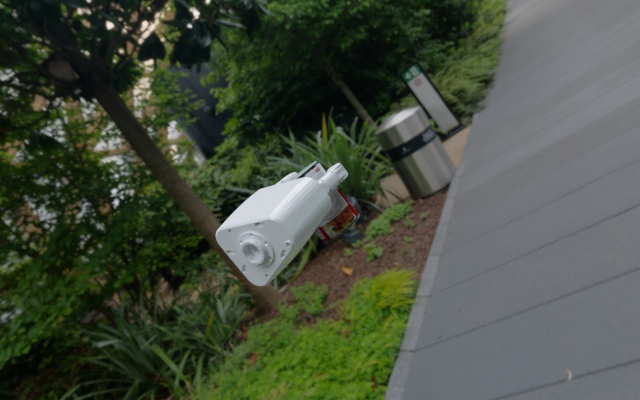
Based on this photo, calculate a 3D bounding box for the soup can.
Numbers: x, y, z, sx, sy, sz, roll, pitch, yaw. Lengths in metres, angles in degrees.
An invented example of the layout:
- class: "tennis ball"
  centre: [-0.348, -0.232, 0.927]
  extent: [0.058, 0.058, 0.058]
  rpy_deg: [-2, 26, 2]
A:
- class: "soup can"
  centre: [0.000, 0.002, 0.695]
  extent: [0.068, 0.102, 0.068]
  rpy_deg: [-38, 8, 6]
